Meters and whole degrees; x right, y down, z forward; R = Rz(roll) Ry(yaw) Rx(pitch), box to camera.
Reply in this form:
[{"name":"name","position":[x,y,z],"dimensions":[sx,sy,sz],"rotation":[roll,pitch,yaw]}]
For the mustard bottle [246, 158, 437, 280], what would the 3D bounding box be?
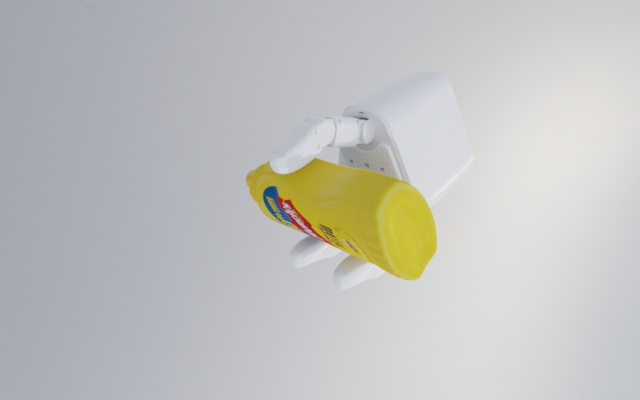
[{"name":"mustard bottle","position":[0.000,0.002,0.406],"dimensions":[0.191,0.058,0.096],"rotation":[20,-22,42]}]
